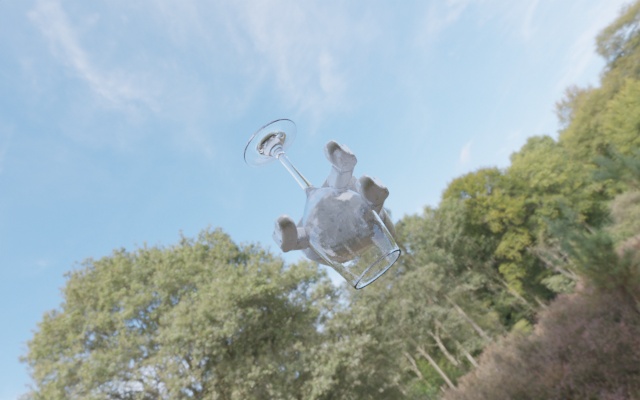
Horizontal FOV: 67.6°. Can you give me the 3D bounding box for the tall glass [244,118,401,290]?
[{"bbox_3d":[0.000,0.001,0.527,0.079,0.201,0.079,-33,-24,-17],"label":"tall glass"}]
